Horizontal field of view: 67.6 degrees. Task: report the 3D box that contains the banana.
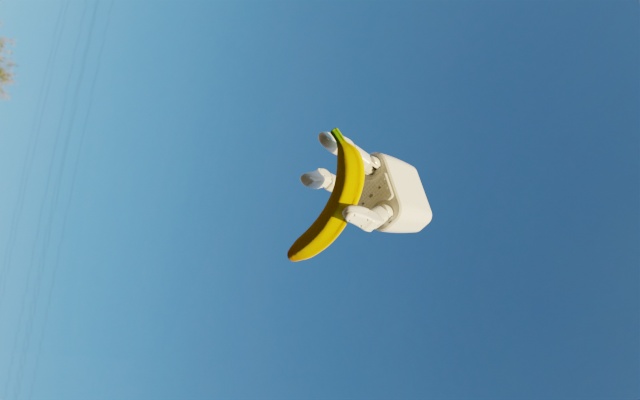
[{"bbox_3d":[0.014,0.007,0.646,0.069,0.198,0.037,31,16,36],"label":"banana"}]
